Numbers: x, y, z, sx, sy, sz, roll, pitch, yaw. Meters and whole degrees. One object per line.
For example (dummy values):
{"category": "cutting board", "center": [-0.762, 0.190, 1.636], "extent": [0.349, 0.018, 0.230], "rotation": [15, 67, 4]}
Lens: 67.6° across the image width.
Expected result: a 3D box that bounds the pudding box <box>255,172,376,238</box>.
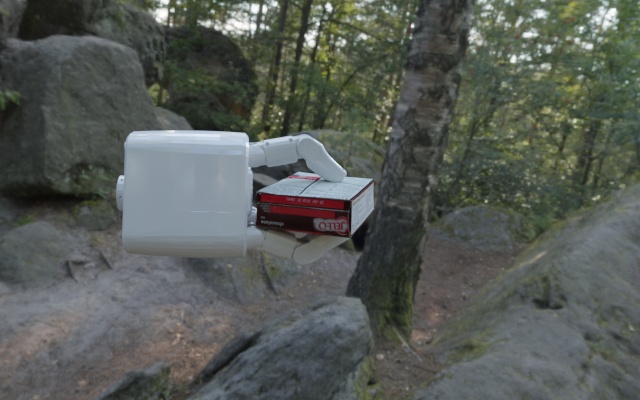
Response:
{"category": "pudding box", "center": [0.000, 0.001, 0.464], "extent": [0.090, 0.039, 0.113], "rotation": [6, 15, 17]}
